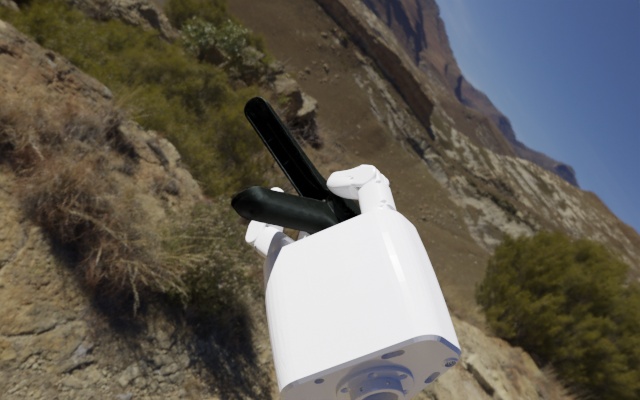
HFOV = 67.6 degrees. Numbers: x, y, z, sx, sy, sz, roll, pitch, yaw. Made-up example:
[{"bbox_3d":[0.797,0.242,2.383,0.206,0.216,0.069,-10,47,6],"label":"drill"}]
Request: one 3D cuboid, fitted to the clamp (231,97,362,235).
[{"bbox_3d":[0.001,0.001,0.437,0.036,0.164,0.210,-36,-52,21],"label":"clamp"}]
